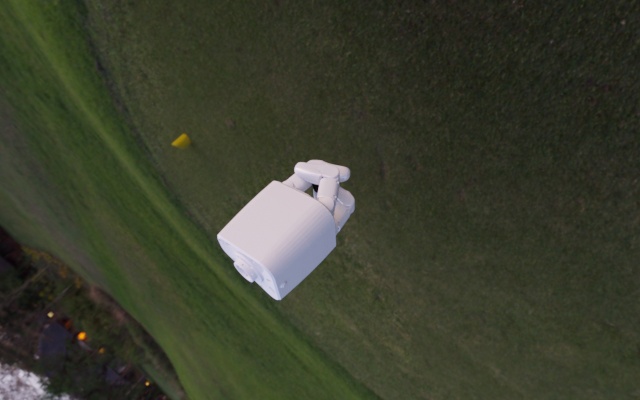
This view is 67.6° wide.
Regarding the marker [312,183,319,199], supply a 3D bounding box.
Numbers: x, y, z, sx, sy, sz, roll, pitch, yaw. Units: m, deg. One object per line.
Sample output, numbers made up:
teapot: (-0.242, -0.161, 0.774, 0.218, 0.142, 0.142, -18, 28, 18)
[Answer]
marker: (0.000, 0.002, 0.679, 0.020, 0.020, 0.121, 0, -34, 4)
